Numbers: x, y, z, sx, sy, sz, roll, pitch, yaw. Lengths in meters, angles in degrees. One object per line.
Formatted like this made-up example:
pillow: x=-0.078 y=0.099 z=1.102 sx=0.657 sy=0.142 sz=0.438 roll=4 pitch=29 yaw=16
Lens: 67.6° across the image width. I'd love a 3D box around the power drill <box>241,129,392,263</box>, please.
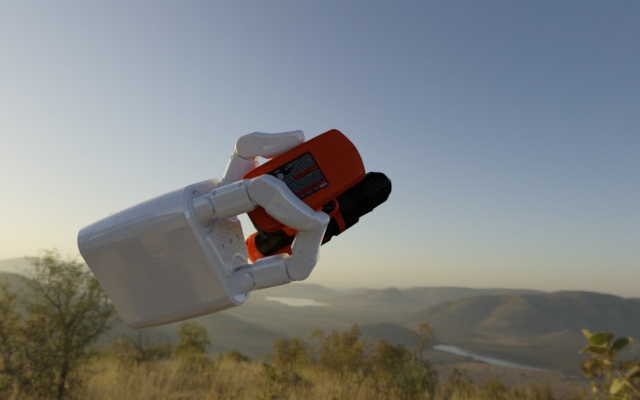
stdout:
power drill: x=0.000 y=0.002 z=0.479 sx=0.184 sy=0.057 sz=0.188 roll=-31 pitch=-17 yaw=-8
